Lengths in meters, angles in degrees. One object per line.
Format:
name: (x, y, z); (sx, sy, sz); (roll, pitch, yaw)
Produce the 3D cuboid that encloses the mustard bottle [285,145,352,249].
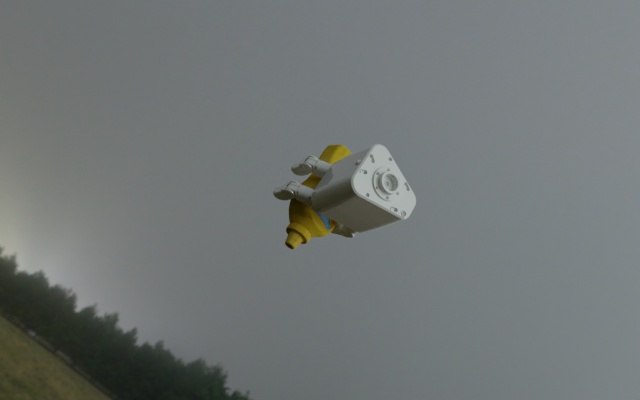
mustard bottle: (0.000, 0.002, 0.792); (0.058, 0.191, 0.096); (6, -40, 42)
